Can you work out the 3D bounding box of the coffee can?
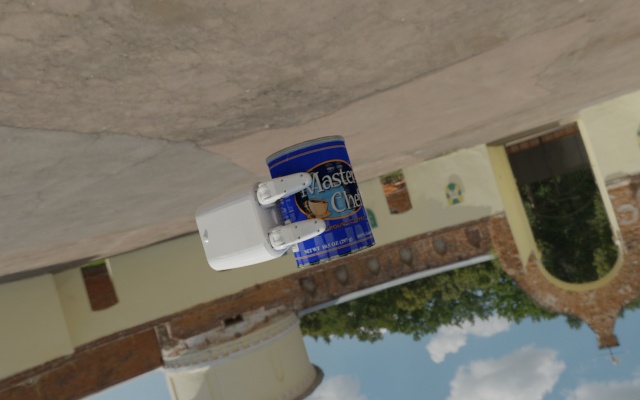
[{"bbox_3d":[0.000,0.002,0.596,0.103,0.140,0.103,-17,-3,-1],"label":"coffee can"}]
